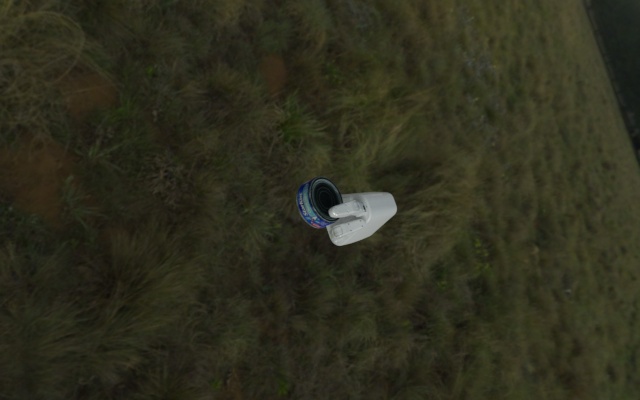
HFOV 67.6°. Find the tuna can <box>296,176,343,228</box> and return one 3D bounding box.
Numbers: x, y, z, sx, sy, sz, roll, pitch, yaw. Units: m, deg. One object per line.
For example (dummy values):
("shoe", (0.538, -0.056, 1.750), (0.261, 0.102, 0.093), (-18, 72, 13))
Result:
("tuna can", (0.000, 0.003, 0.825), (0.034, 0.086, 0.086), (-23, -16, 40))
